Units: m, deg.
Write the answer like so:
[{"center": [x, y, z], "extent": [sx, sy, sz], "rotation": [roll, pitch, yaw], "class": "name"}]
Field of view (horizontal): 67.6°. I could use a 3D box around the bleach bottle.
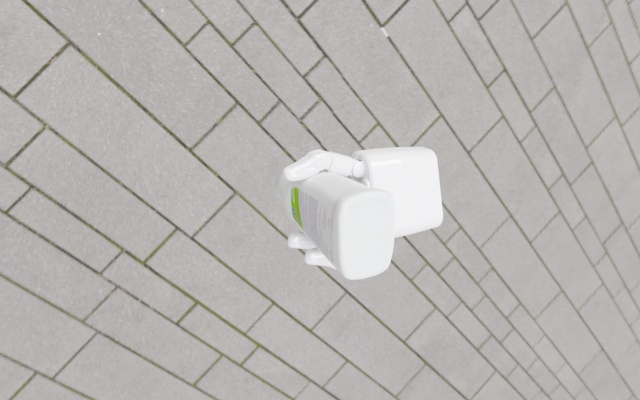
[{"center": [0.000, 0.002, 0.600], "extent": [0.068, 0.103, 0.250], "rotation": [-9, 21, -22], "class": "bleach bottle"}]
